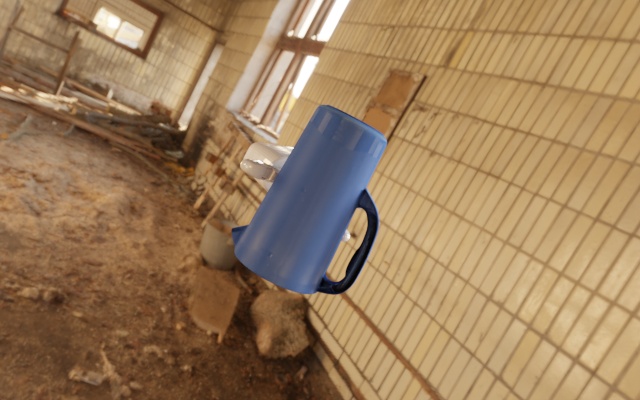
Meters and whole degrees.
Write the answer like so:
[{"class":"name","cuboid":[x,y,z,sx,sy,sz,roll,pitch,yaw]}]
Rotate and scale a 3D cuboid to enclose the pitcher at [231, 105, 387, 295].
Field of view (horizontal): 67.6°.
[{"class":"pitcher","cuboid":[0.000,0.002,0.661,0.149,0.243,0.145,23,9,-35]}]
